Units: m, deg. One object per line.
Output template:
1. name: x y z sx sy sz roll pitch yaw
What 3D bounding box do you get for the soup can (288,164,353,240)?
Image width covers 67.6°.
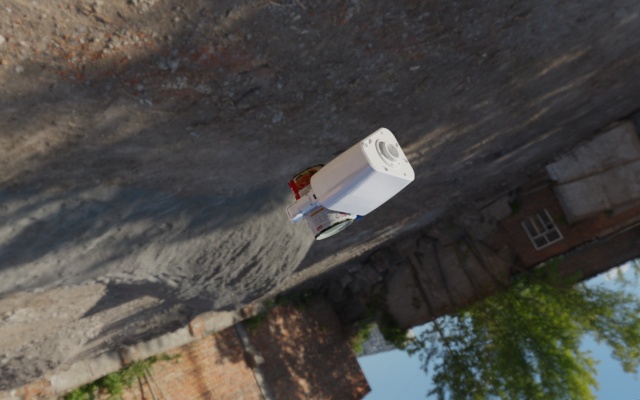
1. soup can: 0.000 0.003 0.758 0.068 0.102 0.068 -25 -13 -6
